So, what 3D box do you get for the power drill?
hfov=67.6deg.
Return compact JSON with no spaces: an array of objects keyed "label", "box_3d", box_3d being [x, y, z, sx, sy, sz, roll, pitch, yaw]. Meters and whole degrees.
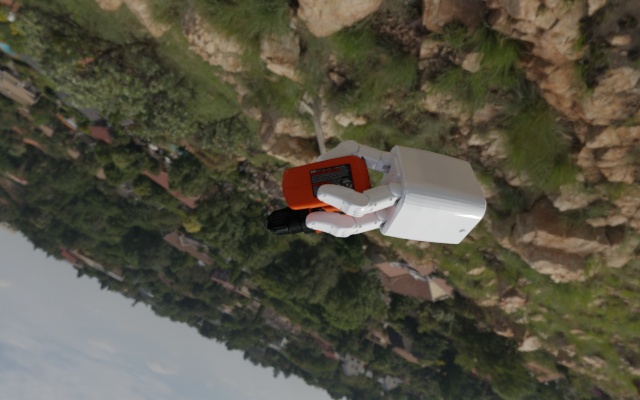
[{"label":"power drill","box_3d":[0.000,0.002,0.658,0.184,0.057,0.188,-13,-14,3]}]
